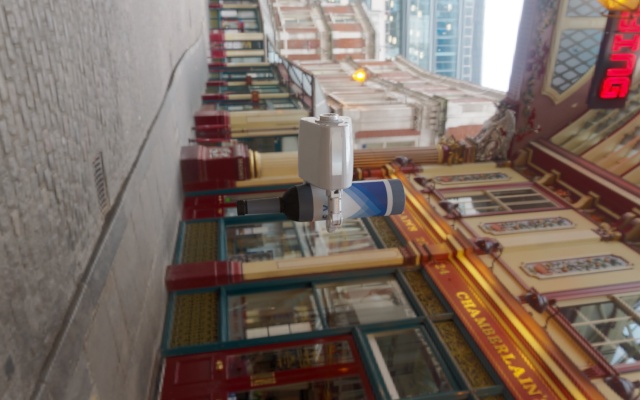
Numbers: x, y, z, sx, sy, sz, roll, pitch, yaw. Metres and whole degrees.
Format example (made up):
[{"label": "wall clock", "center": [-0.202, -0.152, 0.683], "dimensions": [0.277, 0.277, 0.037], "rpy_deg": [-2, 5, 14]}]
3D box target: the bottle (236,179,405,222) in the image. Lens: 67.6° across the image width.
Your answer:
[{"label": "bottle", "center": [0.000, 0.003, 0.851], "dimensions": [0.296, 0.069, 0.069], "rpy_deg": [-4, 1, -11]}]
